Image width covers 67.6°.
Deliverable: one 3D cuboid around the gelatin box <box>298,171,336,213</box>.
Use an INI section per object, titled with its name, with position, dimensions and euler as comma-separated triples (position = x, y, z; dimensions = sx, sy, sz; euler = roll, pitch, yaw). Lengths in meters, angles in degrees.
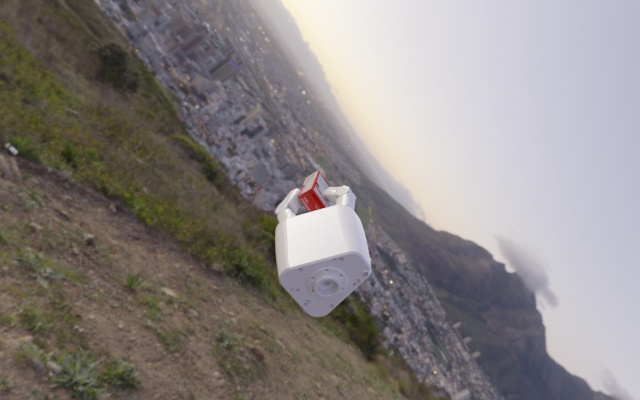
[gelatin box]
position = 0.001, 0.002, 0.747
dimensions = 0.030, 0.073, 0.089
euler = -29, 16, 16
